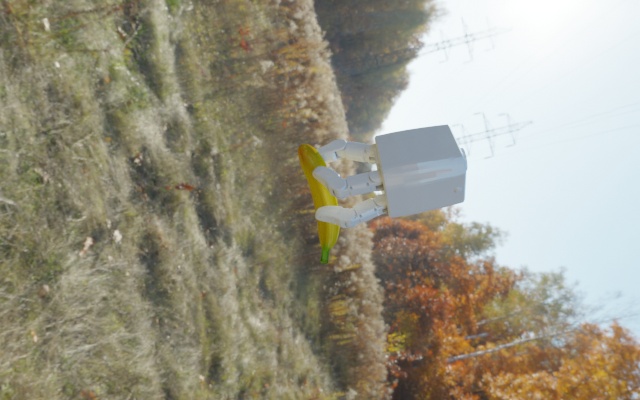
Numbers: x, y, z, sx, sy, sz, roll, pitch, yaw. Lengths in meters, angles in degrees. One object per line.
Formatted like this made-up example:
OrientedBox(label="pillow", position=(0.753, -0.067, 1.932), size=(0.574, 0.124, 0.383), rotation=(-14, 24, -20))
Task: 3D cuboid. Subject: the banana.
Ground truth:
OrientedBox(label="banana", position=(0.002, -0.004, 0.708), size=(0.037, 0.198, 0.069), rotation=(-7, 29, 10))
